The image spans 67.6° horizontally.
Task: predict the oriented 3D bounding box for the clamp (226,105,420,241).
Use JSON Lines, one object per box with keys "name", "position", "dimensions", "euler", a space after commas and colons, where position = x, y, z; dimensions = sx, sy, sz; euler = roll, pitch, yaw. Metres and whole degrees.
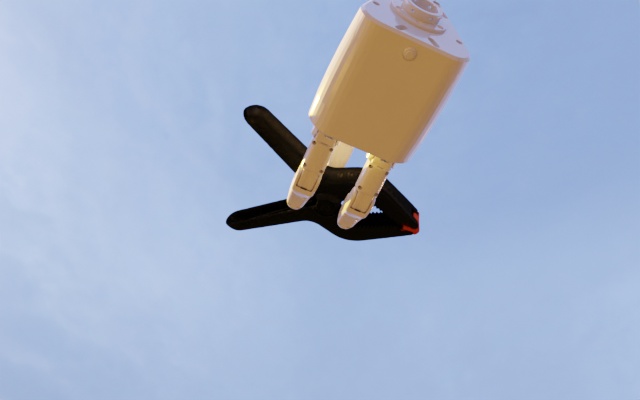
{"name": "clamp", "position": [0.001, 0.001, 0.507], "dimensions": [0.210, 0.036, 0.165], "euler": [21, -47, -8]}
